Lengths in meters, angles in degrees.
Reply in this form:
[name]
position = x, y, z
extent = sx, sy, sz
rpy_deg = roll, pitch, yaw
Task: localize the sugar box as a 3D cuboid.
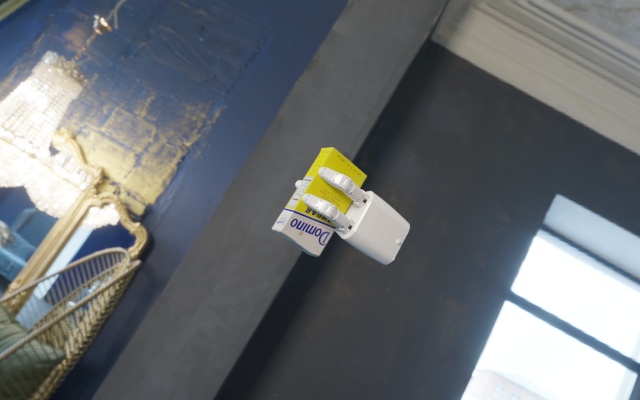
[sugar box]
position = 0.001, 0.003, 0.849
extent = 0.093, 0.176, 0.048
rpy_deg = 37, -15, -27
